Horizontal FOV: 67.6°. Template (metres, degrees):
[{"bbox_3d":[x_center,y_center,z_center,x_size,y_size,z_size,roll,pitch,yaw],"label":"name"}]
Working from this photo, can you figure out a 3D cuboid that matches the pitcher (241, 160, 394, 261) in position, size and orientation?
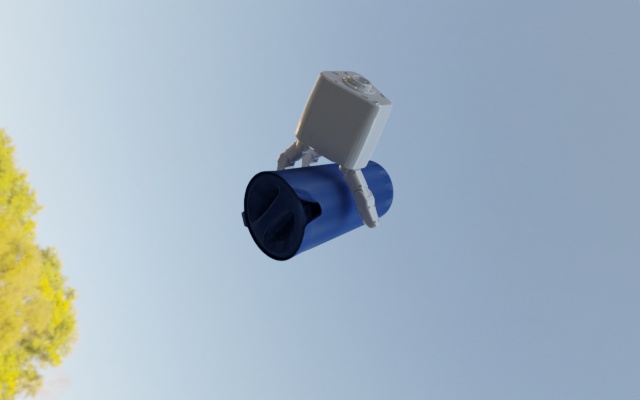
[{"bbox_3d":[0.000,0.002,0.776,0.243,0.145,0.149,-15,48,-45],"label":"pitcher"}]
